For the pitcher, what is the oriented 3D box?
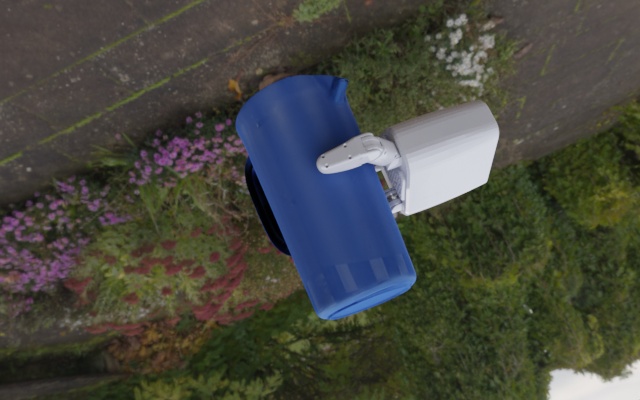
[{"bbox_3d":[0.000,0.002,0.522,0.145,0.242,0.149,-20,-19,-5],"label":"pitcher"}]
